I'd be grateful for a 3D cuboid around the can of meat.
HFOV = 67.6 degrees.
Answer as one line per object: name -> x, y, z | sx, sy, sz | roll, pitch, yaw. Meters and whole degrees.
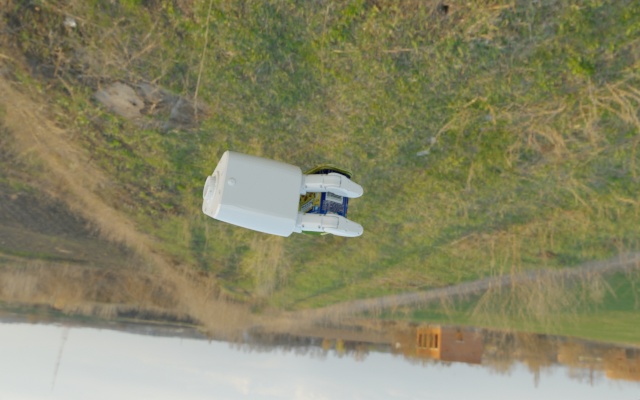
can of meat -> 0.000, 0.003, 0.706 | 0.057, 0.084, 0.102 | 16, -19, -27
